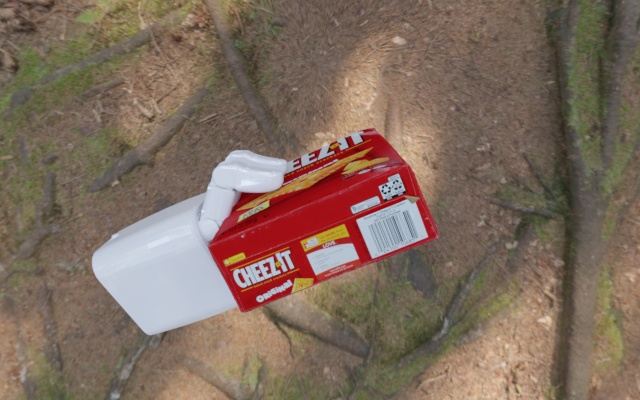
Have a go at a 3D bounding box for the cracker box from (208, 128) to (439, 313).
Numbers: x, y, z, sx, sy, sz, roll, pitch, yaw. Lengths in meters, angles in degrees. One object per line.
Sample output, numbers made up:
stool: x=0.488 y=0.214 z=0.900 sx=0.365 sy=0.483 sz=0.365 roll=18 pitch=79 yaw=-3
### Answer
cracker box: x=0.000 y=0.002 z=0.452 sx=0.164 sy=0.072 sz=0.213 roll=-22 pitch=15 yaw=6
